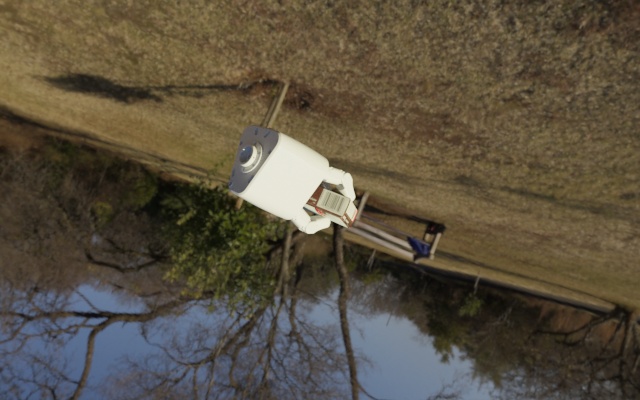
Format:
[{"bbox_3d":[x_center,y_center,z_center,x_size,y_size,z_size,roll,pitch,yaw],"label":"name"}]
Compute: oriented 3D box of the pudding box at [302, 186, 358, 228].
[{"bbox_3d":[0.000,0.003,0.795,0.113,0.039,0.090,24,-7,17],"label":"pudding box"}]
